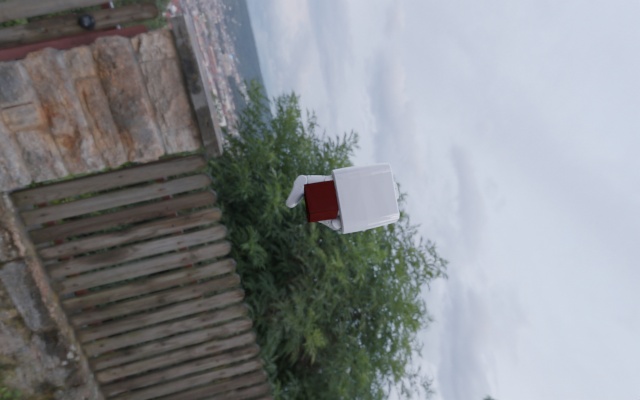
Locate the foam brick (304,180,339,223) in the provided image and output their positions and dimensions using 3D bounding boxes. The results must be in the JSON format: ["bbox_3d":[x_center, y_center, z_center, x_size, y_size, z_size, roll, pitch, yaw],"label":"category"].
[{"bbox_3d":[0.000,0.003,0.812,0.051,0.053,0.078,-8,-13,-3],"label":"foam brick"}]
